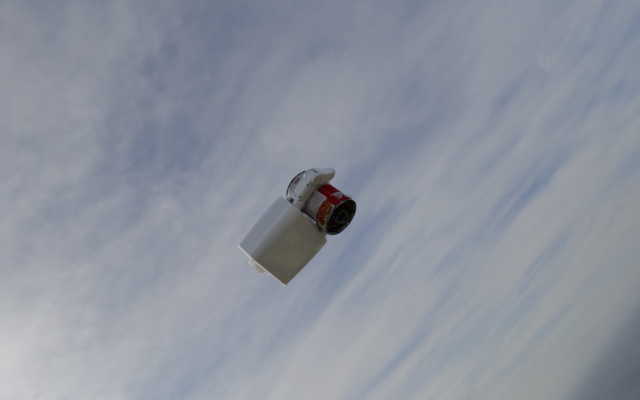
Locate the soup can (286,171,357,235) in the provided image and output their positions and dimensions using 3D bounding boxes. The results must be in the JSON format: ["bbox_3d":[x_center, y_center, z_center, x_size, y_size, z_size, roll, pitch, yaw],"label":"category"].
[{"bbox_3d":[0.000,0.002,0.791,0.102,0.068,0.068,37,22,33],"label":"soup can"}]
